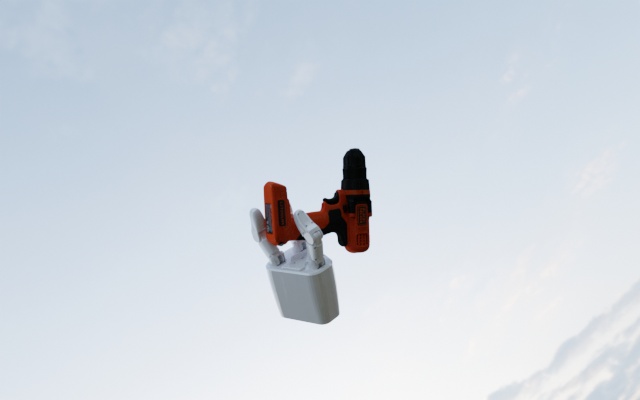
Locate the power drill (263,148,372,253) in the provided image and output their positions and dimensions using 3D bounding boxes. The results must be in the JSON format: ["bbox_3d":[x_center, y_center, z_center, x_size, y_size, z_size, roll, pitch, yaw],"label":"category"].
[{"bbox_3d":[0.000,0.003,0.811,0.187,0.184,0.057,-2,-2,-21],"label":"power drill"}]
